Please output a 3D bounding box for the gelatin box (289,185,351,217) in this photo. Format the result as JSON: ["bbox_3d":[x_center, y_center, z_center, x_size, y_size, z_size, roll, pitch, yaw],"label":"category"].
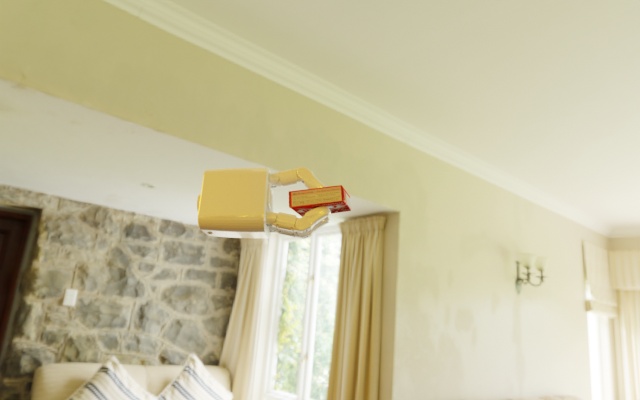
[{"bbox_3d":[0.000,0.002,0.773,0.089,0.030,0.073,-7,-15,11],"label":"gelatin box"}]
